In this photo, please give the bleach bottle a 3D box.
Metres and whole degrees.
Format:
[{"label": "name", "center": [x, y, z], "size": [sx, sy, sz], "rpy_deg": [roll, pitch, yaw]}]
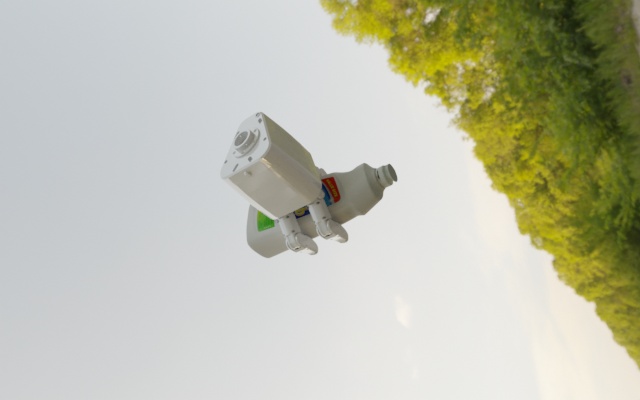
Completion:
[{"label": "bleach bottle", "center": [0.000, 0.002, 0.726], "size": [0.251, 0.102, 0.068], "rpy_deg": [-25, -46, 28]}]
